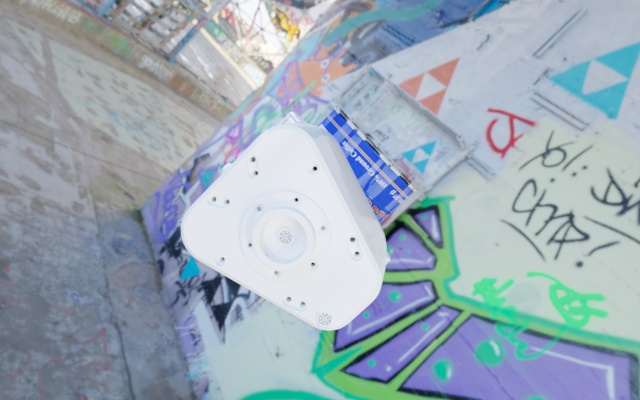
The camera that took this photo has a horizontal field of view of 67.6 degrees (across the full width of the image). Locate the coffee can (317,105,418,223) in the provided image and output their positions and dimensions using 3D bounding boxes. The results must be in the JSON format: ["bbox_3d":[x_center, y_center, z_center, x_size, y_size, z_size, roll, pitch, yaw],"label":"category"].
[{"bbox_3d":[0.000,0.002,0.428,0.140,0.103,0.103,-44,-9,9],"label":"coffee can"}]
